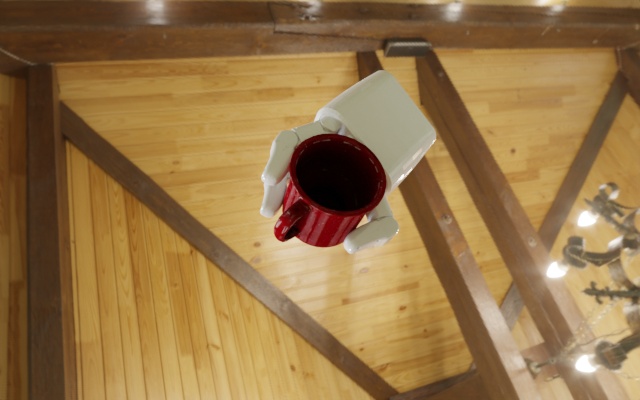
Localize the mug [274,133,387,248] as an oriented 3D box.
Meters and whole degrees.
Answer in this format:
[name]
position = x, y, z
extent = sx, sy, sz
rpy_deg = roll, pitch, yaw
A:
[mug]
position = -0.001, 0.002, 0.466
extent = 0.117, 0.093, 0.081
rpy_deg = -41, -14, -32
